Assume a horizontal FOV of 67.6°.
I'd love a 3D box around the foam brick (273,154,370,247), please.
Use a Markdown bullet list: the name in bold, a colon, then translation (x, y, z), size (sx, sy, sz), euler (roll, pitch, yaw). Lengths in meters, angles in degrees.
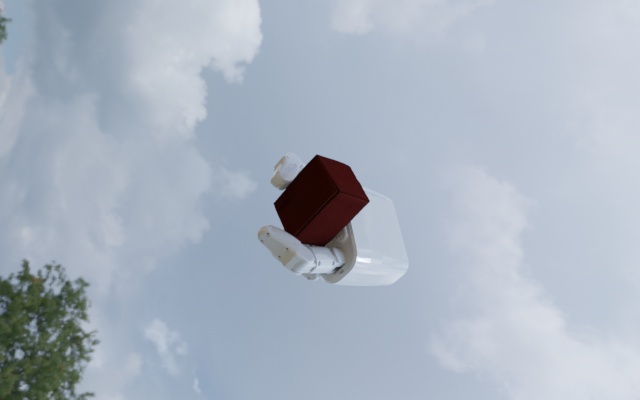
- **foam brick**: translation (0.000, 0.001, 0.483), size (0.051, 0.053, 0.078), euler (14, -50, -44)
